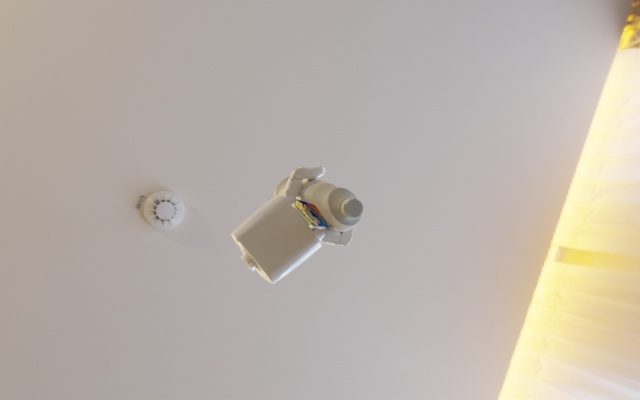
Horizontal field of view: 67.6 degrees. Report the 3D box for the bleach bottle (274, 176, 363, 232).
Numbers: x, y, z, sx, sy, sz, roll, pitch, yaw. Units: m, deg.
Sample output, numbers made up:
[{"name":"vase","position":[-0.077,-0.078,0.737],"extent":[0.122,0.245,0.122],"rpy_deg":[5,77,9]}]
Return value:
[{"name":"bleach bottle","position":[0.000,0.003,0.829],"extent":[0.068,0.102,0.251],"rpy_deg":[-39,14,-17]}]
